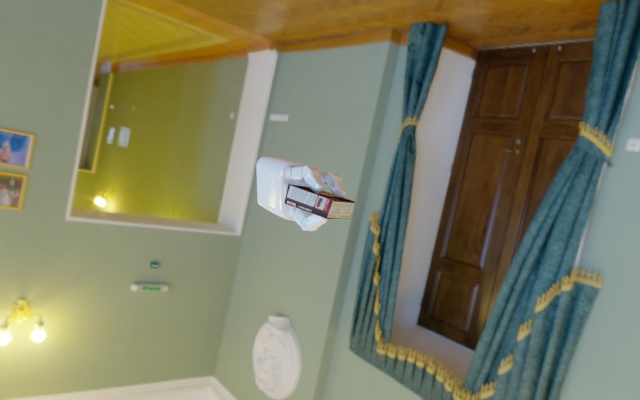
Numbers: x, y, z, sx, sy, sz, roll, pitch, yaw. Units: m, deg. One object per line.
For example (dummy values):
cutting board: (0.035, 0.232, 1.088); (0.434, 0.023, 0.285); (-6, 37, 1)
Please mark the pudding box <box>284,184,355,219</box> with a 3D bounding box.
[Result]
pudding box: (0.000, 0.003, 0.853); (0.090, 0.039, 0.113); (19, 8, 23)
